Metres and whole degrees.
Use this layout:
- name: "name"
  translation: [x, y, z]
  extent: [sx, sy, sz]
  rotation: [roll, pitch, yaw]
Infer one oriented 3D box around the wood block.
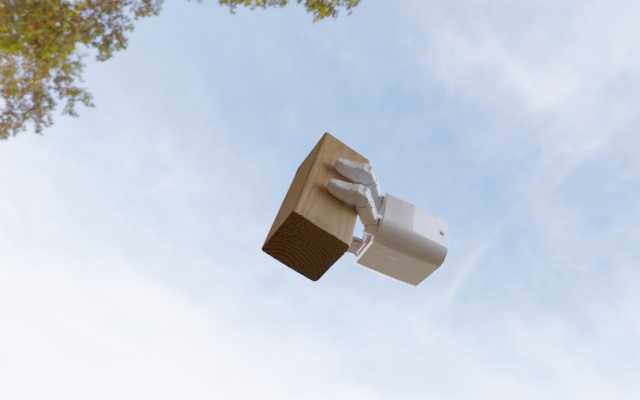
- name: "wood block"
  translation: [0.000, 0.003, 0.693]
  extent: [0.090, 0.091, 0.206]
  rotation: [32, 37, -10]
